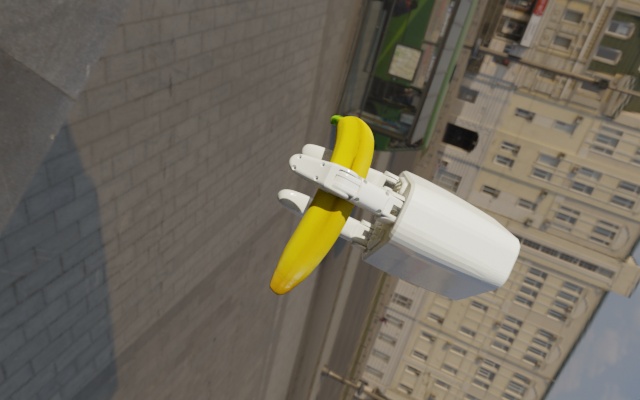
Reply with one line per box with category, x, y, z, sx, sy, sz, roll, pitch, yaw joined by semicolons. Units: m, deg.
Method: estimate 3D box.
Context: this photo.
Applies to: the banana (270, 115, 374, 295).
banana;0.010;-0.006;0.434;0.037;0.197;0.070;30;-27;-17
